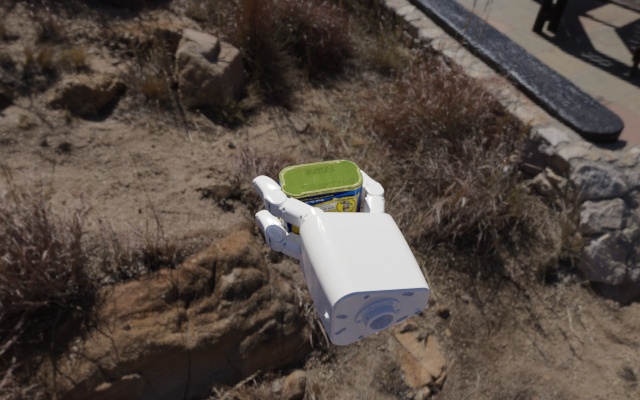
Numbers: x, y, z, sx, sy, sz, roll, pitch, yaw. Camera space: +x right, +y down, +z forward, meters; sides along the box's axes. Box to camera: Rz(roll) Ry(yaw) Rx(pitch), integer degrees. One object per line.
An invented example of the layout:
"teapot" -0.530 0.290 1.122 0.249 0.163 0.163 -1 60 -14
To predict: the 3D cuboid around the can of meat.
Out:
"can of meat" 0.000 0.002 0.578 0.102 0.084 0.057 -9 45 -11
